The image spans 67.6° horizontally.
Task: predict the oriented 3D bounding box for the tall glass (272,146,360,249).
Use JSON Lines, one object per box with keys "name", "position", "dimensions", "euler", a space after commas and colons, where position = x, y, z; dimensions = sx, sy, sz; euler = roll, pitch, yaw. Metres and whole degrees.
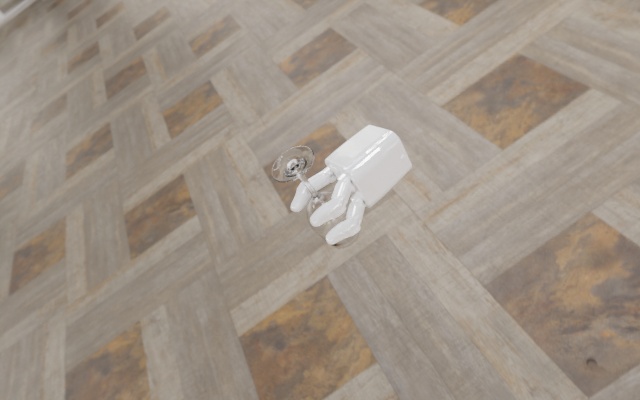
{"name": "tall glass", "position": [0.000, 0.002, 0.802], "dimensions": [0.079, 0.079, 0.201], "euler": [0, -37, 33]}
